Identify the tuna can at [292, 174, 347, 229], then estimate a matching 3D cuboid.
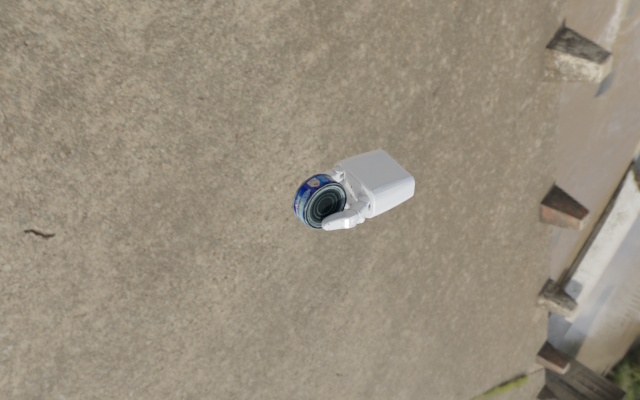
[{"bbox_3d":[0.000,0.003,0.761,0.086,0.086,0.033,0,27,-41],"label":"tuna can"}]
